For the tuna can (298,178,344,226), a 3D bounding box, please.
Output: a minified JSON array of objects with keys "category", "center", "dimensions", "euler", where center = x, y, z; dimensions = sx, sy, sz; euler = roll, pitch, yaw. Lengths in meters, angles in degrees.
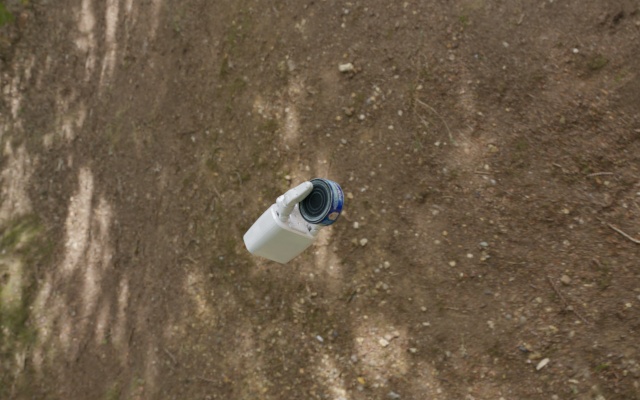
[{"category":"tuna can","center":[0.000,0.003,0.869],"dimensions":[0.086,0.086,0.034],"euler":[0,-10,42]}]
